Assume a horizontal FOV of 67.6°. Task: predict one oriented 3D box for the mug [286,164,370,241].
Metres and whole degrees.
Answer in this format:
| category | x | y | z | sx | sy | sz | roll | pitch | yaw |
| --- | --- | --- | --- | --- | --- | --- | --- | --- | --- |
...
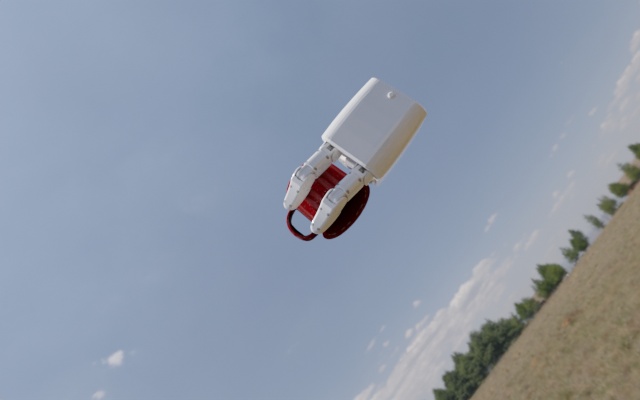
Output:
| category | x | y | z | sx | sy | sz | roll | pitch | yaw |
| --- | --- | --- | --- | --- | --- | --- | --- | --- | --- |
| mug | -0.001 | 0.003 | 0.659 | 0.081 | 0.117 | 0.093 | 39 | -2 | 26 |
